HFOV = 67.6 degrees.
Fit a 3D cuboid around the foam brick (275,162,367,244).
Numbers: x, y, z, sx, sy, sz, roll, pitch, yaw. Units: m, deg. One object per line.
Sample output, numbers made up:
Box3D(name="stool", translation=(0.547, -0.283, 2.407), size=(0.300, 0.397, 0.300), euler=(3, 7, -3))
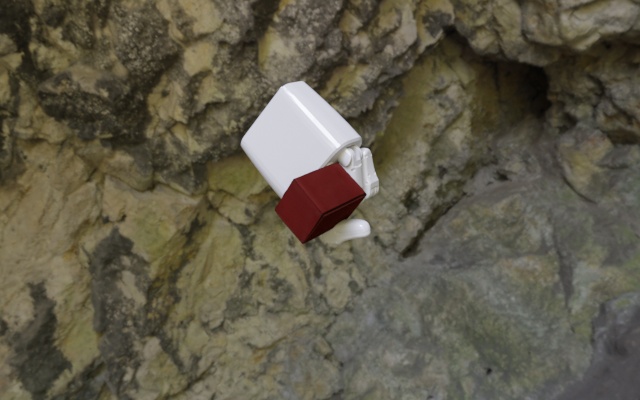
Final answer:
Box3D(name="foam brick", translation=(0.000, 0.002, 0.515), size=(0.078, 0.051, 0.053), euler=(-25, -22, -47))
